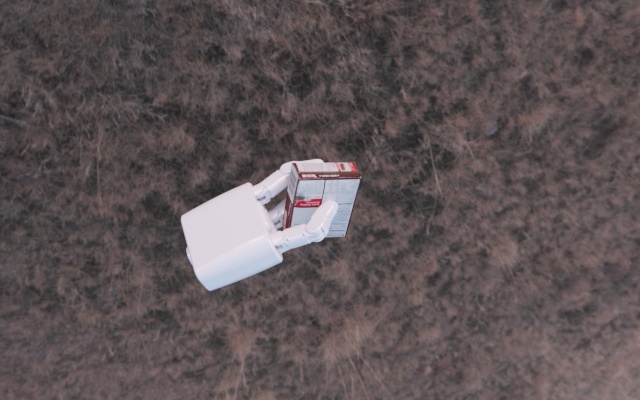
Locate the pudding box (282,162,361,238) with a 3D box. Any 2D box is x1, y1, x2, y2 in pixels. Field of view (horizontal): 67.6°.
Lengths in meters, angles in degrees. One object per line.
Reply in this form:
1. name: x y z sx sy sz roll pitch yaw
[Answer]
1. pudding box: 0.000 0.002 0.657 0.090 0.114 0.039 -2 42 -18
